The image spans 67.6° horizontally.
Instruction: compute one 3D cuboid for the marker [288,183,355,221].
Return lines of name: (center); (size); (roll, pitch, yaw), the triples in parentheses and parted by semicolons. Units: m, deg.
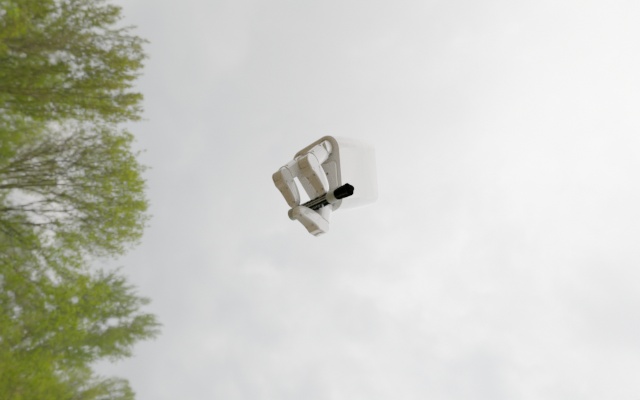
marker: (0.000, 0.002, 0.677); (0.121, 0.020, 0.020); (-25, -16, 39)
